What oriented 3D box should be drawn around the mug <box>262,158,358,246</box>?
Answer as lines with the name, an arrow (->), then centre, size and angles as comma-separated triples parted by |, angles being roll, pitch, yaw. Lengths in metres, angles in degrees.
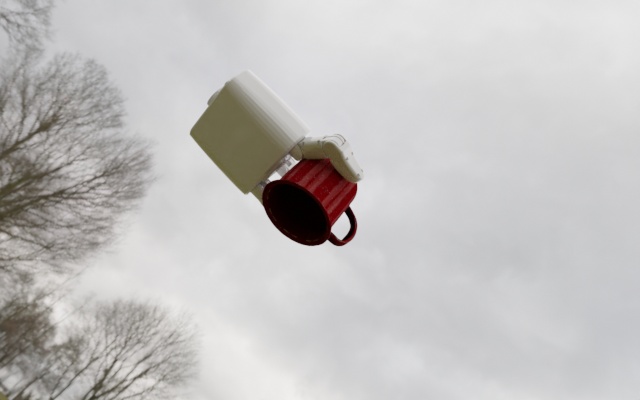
mug -> 0.001, 0.003, 0.567 | 0.093, 0.117, 0.081 | -39, 7, 49
